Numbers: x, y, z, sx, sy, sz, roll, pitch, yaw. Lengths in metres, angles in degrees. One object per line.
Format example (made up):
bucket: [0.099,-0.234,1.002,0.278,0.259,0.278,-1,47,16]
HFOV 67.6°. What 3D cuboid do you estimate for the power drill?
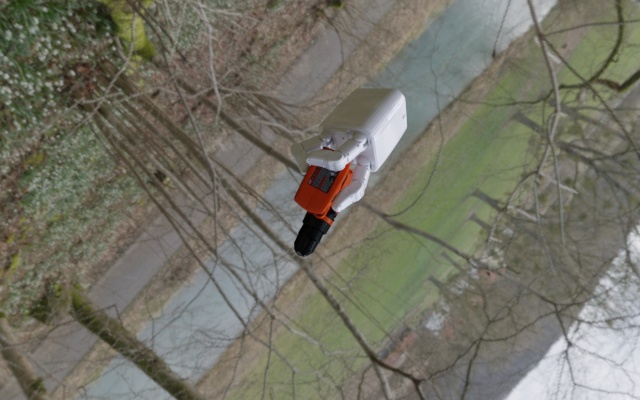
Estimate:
power drill: [0.000,0.002,0.807,0.057,0.184,0.188,25,-11,8]
